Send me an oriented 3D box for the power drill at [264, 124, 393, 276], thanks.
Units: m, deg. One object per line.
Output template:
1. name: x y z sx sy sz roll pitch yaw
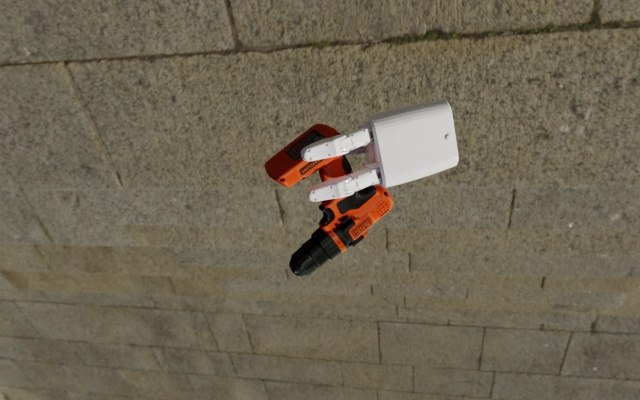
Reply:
1. power drill: 0.000 0.002 0.668 0.184 0.188 0.057 -40 41 -8
